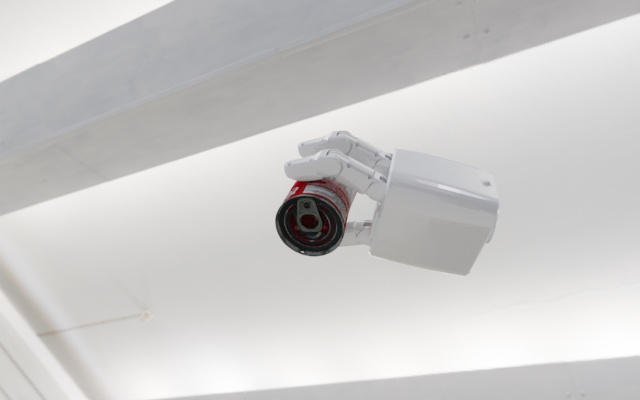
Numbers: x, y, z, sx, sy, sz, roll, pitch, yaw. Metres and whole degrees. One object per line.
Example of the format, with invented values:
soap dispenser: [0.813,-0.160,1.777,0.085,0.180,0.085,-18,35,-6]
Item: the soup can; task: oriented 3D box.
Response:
soup can: [0.000,0.001,0.496,0.068,0.068,0.102,0,28,14]
